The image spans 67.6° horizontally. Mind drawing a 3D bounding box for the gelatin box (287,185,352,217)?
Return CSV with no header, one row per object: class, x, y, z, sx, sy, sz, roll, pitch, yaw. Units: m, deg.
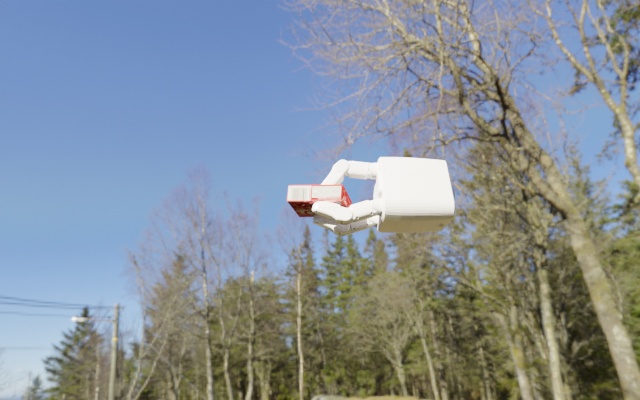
gelatin box,0.000,0.002,0.743,0.089,0.030,0.073,0,-21,13
